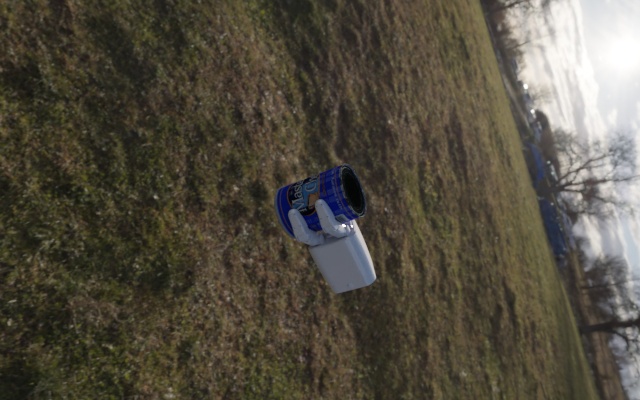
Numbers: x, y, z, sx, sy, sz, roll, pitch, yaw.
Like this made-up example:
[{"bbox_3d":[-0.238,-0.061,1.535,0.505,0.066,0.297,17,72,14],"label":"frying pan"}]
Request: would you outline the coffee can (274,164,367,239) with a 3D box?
[{"bbox_3d":[0.000,0.003,0.883,0.140,0.103,0.103,-19,-8,24],"label":"coffee can"}]
